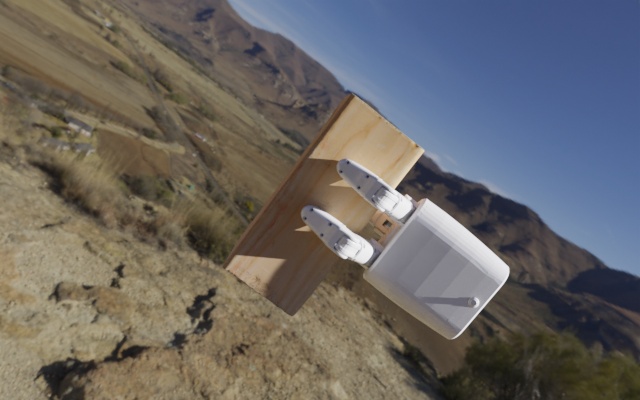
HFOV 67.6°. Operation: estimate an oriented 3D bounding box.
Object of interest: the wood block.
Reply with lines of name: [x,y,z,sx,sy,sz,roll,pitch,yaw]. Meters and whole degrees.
wood block: [0.000,0.002,0.494,0.090,0.206,0.091,37,8,-6]
